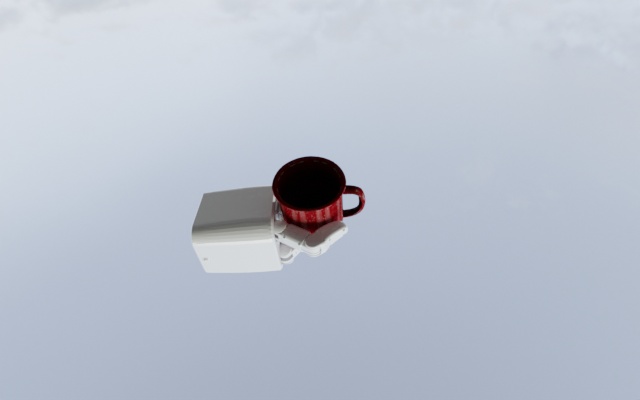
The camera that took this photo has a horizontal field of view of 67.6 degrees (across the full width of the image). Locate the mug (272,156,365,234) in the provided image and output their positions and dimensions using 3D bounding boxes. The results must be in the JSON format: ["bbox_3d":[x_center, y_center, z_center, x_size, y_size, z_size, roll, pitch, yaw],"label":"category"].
[{"bbox_3d":[0.002,0.002,0.626,0.117,0.093,0.082,-3,-39,2],"label":"mug"}]
